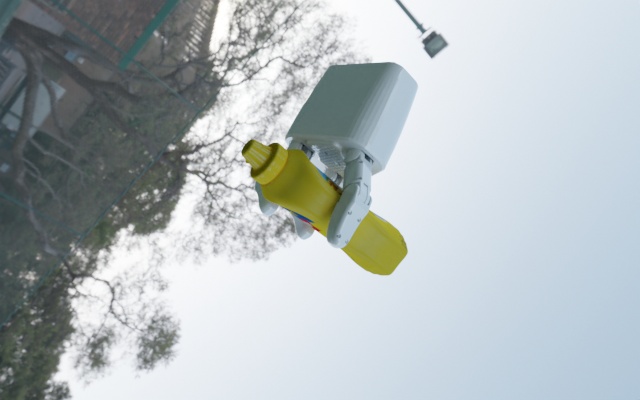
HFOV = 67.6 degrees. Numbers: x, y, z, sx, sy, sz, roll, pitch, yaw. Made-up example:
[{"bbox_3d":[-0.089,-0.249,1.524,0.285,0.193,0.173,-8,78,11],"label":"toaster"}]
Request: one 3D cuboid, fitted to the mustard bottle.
[{"bbox_3d":[0.000,0.002,0.479,0.192,0.058,0.096,38,3,-29],"label":"mustard bottle"}]
